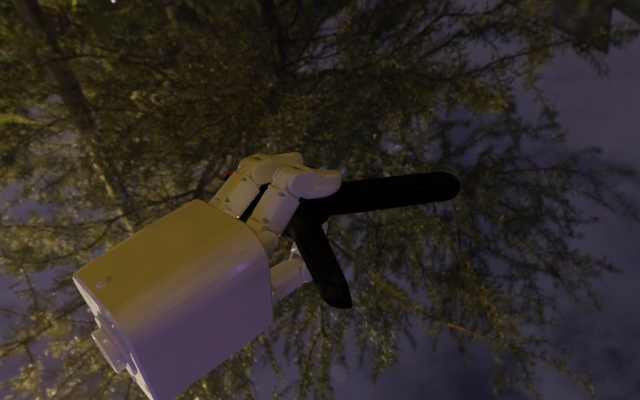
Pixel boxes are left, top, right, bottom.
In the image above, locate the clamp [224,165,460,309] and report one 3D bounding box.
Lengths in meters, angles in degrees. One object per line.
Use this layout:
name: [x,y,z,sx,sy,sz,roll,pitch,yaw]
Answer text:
clamp: [0.000,0.002,0.409,0.164,0.036,0.210,-32,35,-33]
